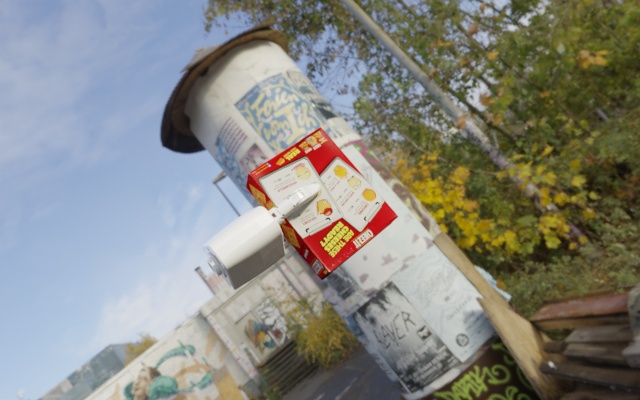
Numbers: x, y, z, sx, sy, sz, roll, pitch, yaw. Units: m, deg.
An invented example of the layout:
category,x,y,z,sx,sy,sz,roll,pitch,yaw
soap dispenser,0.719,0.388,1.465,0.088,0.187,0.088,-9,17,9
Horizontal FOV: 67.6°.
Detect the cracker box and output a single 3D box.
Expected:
category,x,y,z,sx,sy,sz,roll,pitch,yaw
cracker box,0.000,0.003,0.830,0.164,0.213,0.072,-36,-10,-23
